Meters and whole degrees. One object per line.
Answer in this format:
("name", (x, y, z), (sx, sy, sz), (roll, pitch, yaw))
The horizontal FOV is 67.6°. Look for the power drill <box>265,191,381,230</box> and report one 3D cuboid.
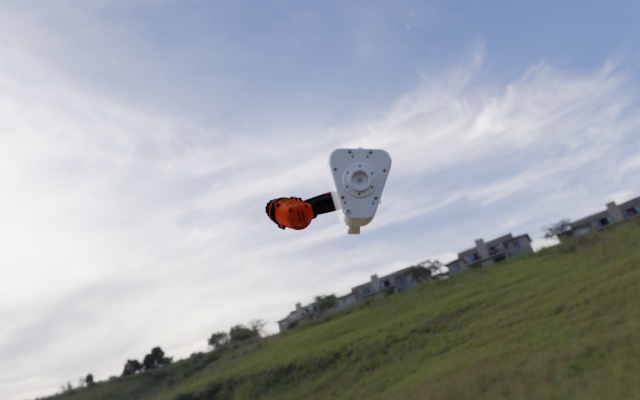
("power drill", (0.001, 0.003, 0.861), (0.187, 0.057, 0.184), (-19, 11, -17))
